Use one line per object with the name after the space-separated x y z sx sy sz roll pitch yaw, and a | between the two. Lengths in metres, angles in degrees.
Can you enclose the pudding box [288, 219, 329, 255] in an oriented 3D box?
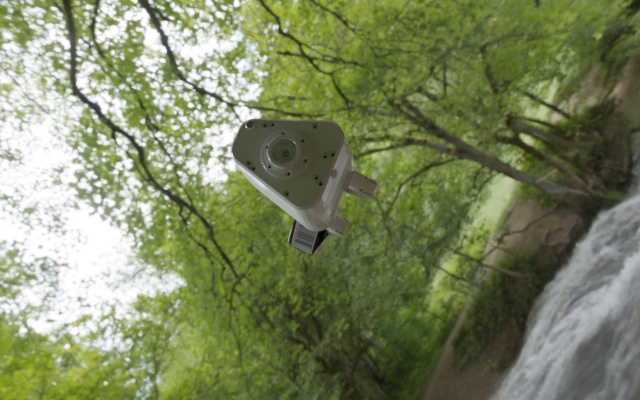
0.000 0.002 0.625 0.039 0.113 0.090 21 19 11 | pudding box
